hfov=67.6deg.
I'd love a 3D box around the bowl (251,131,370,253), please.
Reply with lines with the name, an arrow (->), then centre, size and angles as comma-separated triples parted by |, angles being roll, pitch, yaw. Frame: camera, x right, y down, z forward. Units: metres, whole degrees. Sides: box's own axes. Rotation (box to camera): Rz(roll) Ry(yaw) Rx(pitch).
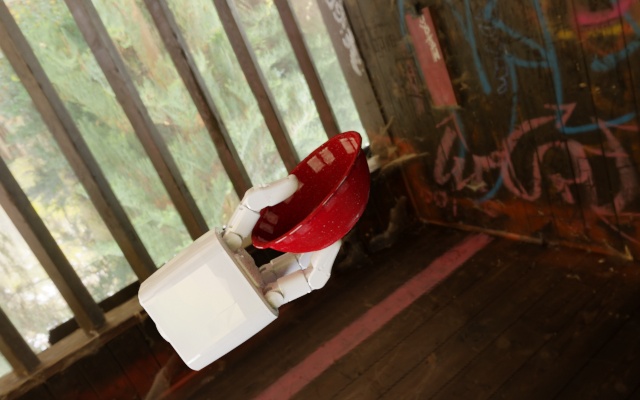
bowl -> 0.001, 0.001, 0.511 | 0.055, 0.162, 0.162 | 43, -17, -19
